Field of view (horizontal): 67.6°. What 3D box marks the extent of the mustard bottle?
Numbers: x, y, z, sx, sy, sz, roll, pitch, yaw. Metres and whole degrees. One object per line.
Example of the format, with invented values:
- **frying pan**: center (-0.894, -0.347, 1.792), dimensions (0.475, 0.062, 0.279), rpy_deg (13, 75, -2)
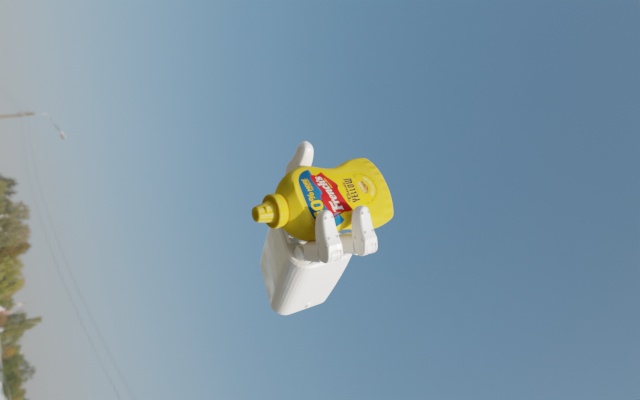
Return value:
- **mustard bottle**: center (0.000, 0.002, 0.601), dimensions (0.191, 0.096, 0.058), rpy_deg (-11, -17, -37)
